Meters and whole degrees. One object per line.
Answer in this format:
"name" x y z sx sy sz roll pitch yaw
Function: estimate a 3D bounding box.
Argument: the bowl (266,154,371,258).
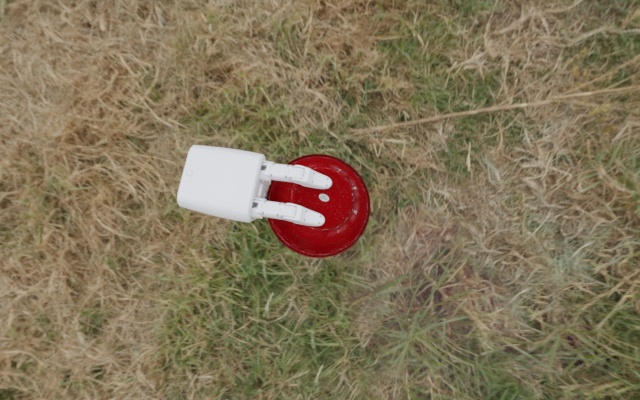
"bowl" 0.001 0.002 0.705 0.162 0.162 0.055 0 -10 -7
